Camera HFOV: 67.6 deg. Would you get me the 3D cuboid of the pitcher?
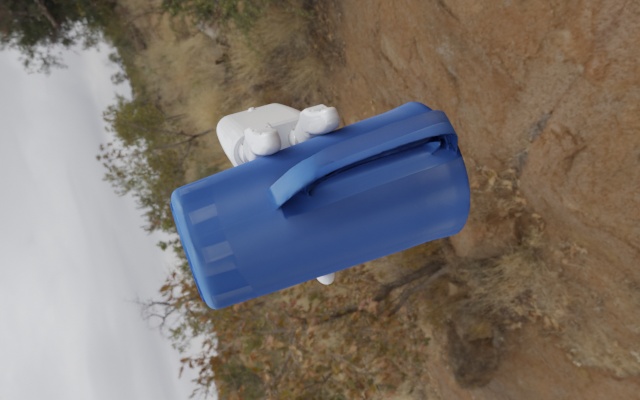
[{"bbox_3d":[0.000,0.001,0.422,0.243,0.149,0.145,-19,28,-15],"label":"pitcher"}]
